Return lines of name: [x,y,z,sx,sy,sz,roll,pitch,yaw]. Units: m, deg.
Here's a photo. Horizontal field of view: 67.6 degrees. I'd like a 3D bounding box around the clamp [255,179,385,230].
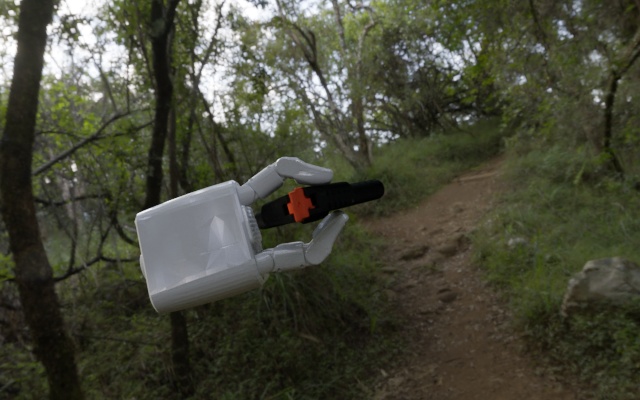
clamp: [0.000,0.001,0.506,0.164,0.036,0.210,-16,-2,-2]
